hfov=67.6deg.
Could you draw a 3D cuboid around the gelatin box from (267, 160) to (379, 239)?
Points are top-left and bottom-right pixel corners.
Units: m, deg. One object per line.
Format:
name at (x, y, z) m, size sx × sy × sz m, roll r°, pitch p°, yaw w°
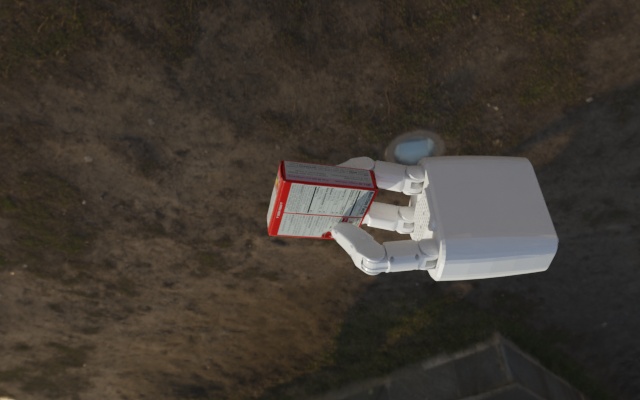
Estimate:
gelatin box at (0.000, 0.002, 0.443) m, size 0.089 × 0.030 × 0.073 m, roll 4°, pitch -44°, yaw -16°
